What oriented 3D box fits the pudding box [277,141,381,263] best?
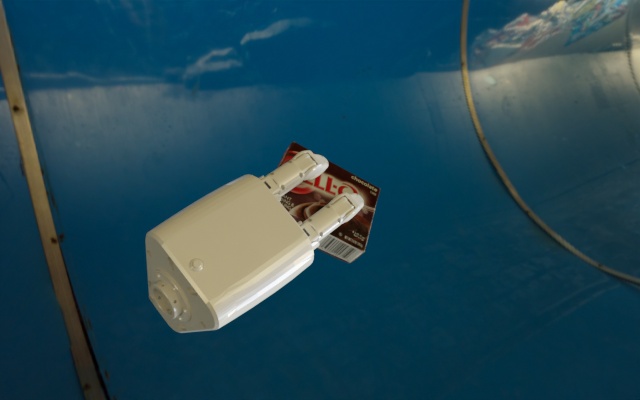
[{"bbox_3d":[0.000,0.002,0.498,0.113,0.090,0.039,29,-40,-11],"label":"pudding box"}]
